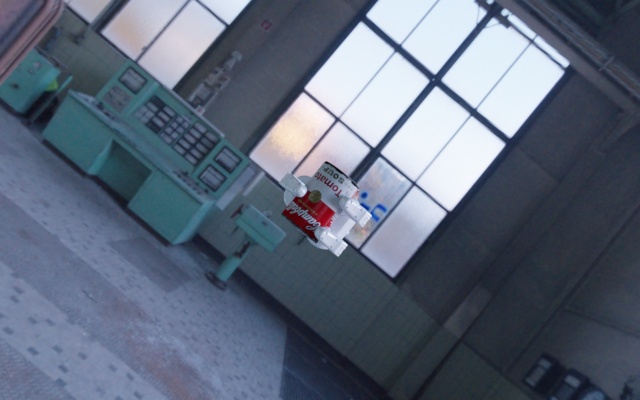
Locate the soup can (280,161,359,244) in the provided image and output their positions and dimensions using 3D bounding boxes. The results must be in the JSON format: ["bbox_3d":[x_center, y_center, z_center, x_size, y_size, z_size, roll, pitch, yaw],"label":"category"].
[{"bbox_3d":[0.000,0.002,0.691,0.068,0.102,0.068,40,-2,2],"label":"soup can"}]
